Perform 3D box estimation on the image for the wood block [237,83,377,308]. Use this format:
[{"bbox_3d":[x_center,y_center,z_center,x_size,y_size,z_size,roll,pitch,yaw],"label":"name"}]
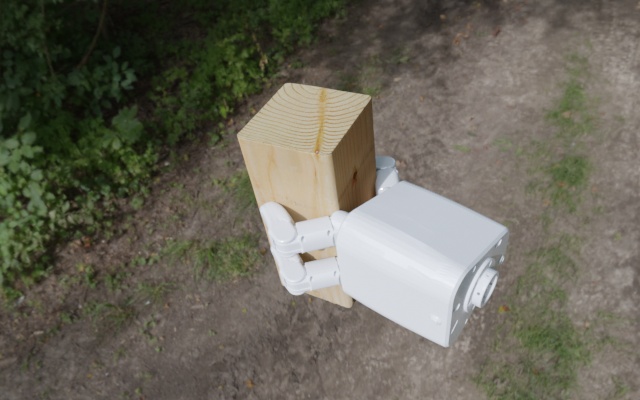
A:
[{"bbox_3d":[0.001,0.001,0.475,0.090,0.206,0.090,14,48,23],"label":"wood block"}]
